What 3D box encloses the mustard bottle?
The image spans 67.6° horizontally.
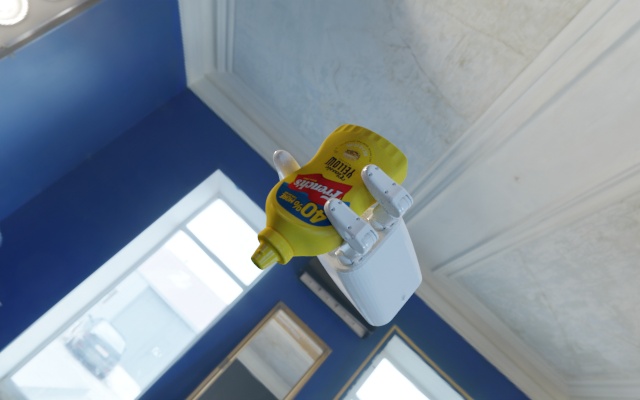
[{"bbox_3d":[0.000,0.001,0.503,0.096,0.191,0.058,34,-26,25],"label":"mustard bottle"}]
